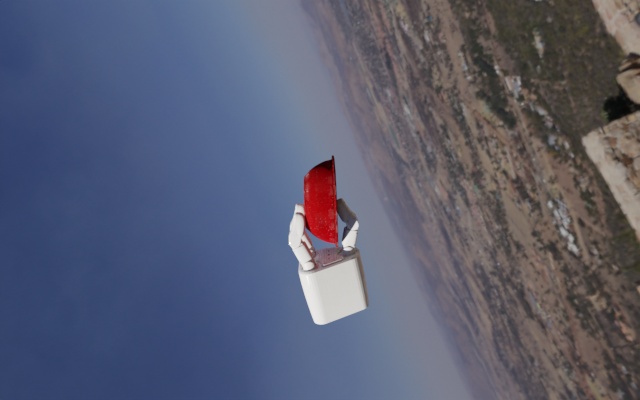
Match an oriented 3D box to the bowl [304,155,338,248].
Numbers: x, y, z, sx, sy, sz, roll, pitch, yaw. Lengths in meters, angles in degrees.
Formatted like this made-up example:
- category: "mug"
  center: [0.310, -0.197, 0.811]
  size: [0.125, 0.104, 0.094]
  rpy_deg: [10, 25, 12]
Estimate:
- category: "bowl"
  center: [0.000, 0.001, 0.834]
  size: [0.055, 0.162, 0.162]
  rpy_deg: [-2, 0, 0]
